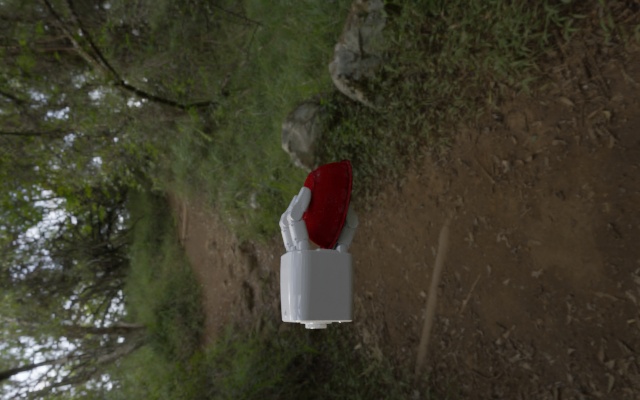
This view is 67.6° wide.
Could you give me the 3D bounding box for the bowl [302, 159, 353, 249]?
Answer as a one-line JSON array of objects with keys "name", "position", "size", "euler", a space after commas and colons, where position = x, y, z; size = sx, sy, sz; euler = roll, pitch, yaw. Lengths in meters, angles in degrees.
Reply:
[{"name": "bowl", "position": [0.000, 0.001, 0.798], "size": [0.055, 0.162, 0.162], "euler": [14, -3, -13]}]
